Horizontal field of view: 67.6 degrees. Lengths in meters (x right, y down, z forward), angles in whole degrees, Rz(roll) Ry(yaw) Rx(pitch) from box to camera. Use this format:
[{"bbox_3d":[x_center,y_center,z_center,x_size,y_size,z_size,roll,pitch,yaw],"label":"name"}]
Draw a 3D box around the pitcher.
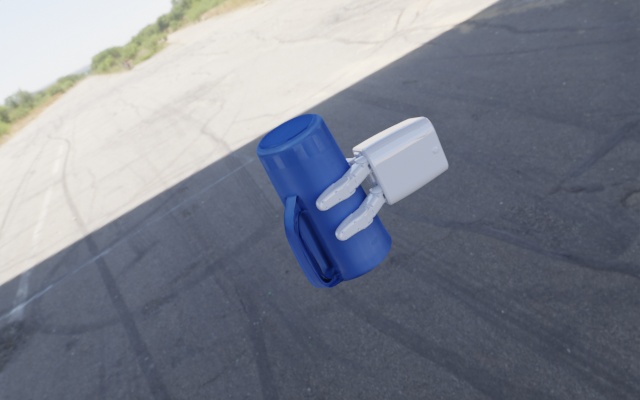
[{"bbox_3d":[0.000,0.002,0.723,0.145,0.243,0.149,-30,25,-1],"label":"pitcher"}]
